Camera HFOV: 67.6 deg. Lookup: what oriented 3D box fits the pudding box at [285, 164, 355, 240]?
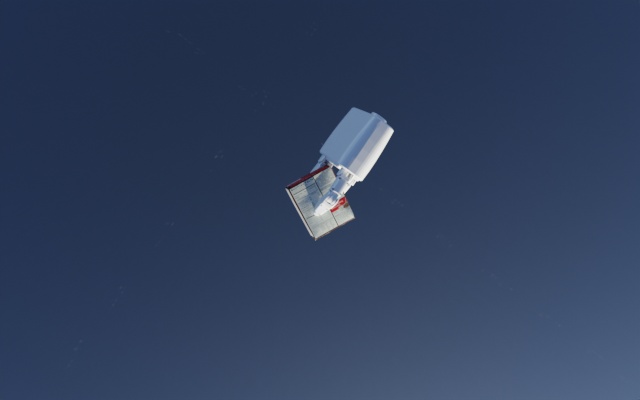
[{"bbox_3d":[0.000,0.003,0.879,0.090,0.113,0.039,-29,13,-6],"label":"pudding box"}]
